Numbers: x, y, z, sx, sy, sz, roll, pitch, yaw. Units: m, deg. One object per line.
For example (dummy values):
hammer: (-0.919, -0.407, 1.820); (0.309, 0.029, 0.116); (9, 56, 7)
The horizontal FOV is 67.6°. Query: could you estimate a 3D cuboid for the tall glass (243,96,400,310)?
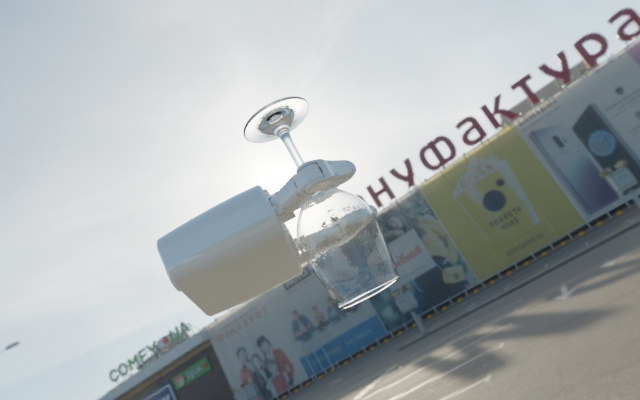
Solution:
tall glass: (0.000, 0.001, 0.461); (0.079, 0.201, 0.079); (-26, -17, -9)
